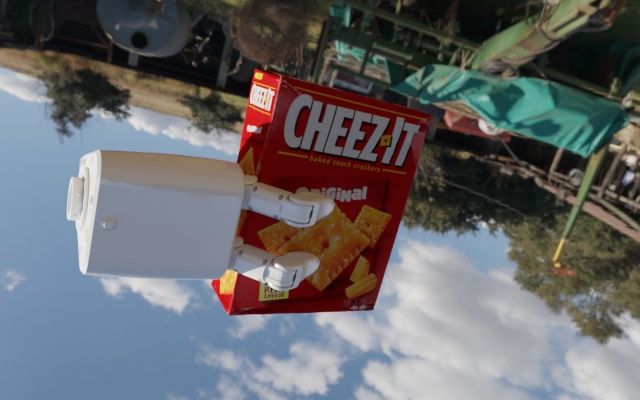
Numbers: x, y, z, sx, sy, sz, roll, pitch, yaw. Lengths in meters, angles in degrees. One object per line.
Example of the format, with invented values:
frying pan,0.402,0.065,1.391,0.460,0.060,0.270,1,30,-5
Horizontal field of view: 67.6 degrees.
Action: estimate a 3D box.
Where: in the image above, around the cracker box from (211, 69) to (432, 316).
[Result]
cracker box,0.000,0.002,0.459,0.164,0.214,0.072,7,16,-30
